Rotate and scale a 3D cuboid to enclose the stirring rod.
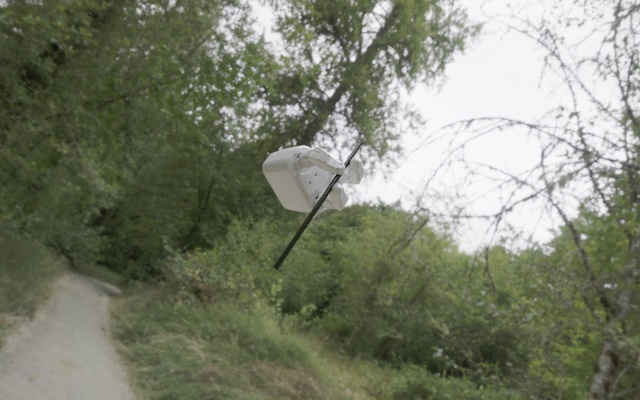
[{"bbox_3d":[0.000,0.002,0.718,0.011,0.239,0.011,30,-20,12],"label":"stirring rod"}]
